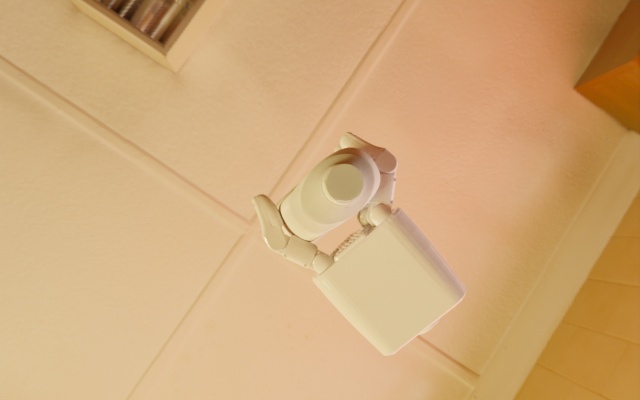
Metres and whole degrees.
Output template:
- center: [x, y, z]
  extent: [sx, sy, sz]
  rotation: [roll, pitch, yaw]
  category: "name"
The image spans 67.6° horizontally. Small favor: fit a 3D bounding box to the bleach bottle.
- center: [0.000, 0.001, 0.471]
  extent: [0.102, 0.068, 0.251]
  rotation: [-41, 0, -7]
  category: "bleach bottle"
